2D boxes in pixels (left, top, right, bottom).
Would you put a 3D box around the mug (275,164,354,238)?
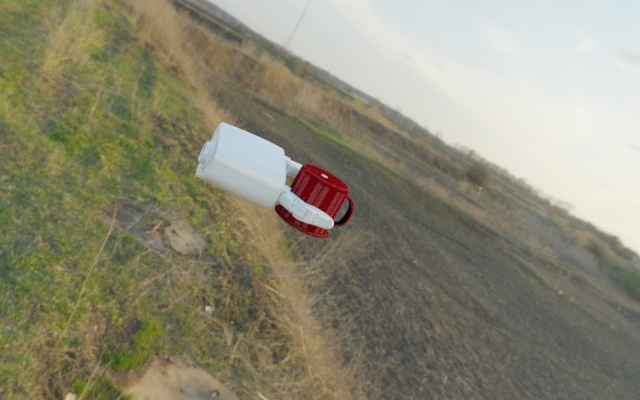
[{"bbox_3d":[0.001,0.003,0.726,0.117,0.081,0.093,23,15,-25],"label":"mug"}]
